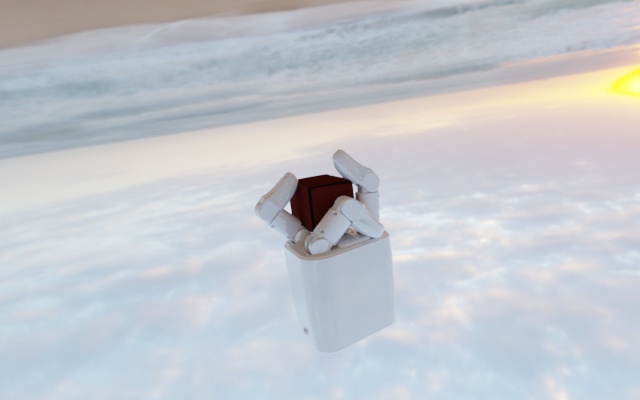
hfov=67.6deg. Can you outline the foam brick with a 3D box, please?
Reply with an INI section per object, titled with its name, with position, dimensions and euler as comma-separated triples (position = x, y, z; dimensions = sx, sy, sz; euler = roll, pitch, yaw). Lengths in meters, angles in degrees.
[foam brick]
position = 0.000, 0.002, 0.538
dimensions = 0.053, 0.051, 0.078
euler = -11, 11, -18
